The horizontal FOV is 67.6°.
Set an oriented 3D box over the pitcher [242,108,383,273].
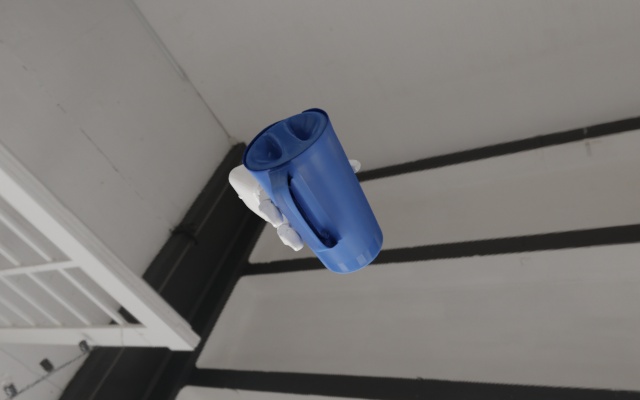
[{"bbox_3d":[0.000,0.002,0.703,0.149,0.243,0.145,-45,35,-19],"label":"pitcher"}]
